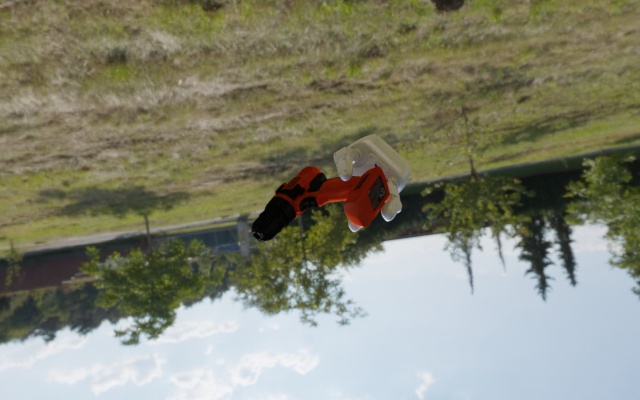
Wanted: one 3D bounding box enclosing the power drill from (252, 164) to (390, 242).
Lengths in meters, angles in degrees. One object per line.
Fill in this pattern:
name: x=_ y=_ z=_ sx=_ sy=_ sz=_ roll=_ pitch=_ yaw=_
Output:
power drill: x=0.001 y=0.002 z=0.757 sx=0.187 sy=0.057 sz=0.184 roll=0 pitch=37 yaw=36
